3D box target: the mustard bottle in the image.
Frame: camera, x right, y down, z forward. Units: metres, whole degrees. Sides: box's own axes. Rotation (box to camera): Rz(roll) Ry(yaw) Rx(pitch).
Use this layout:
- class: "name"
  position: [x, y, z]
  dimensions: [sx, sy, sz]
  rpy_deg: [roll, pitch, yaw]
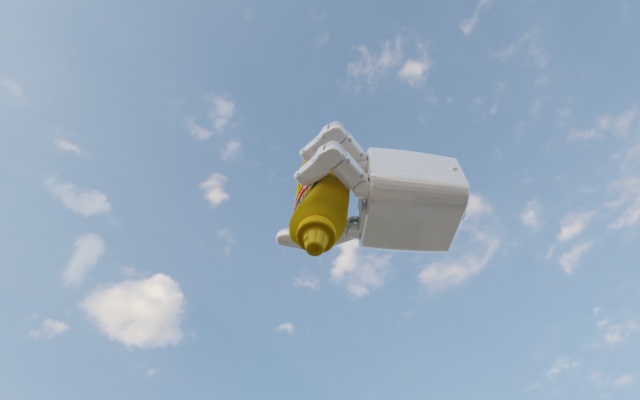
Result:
- class: "mustard bottle"
  position: [0.000, 0.002, 0.550]
  dimensions: [0.058, 0.096, 0.191]
  rpy_deg: [27, 27, -12]
